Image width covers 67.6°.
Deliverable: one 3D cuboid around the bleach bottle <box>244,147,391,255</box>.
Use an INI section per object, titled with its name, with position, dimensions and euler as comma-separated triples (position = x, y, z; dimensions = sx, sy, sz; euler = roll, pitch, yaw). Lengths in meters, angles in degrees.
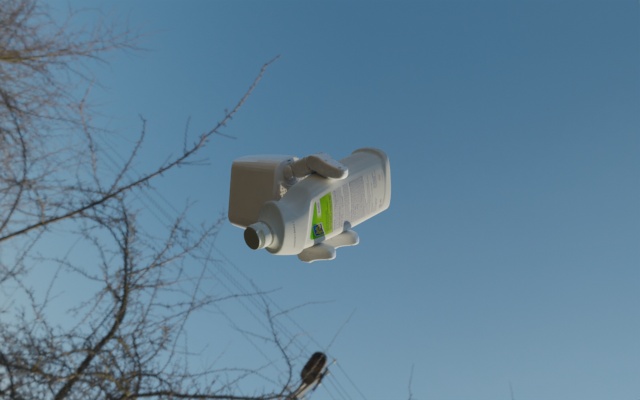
[bleach bottle]
position = 0.000, 0.002, 0.645
dimensions = 0.068, 0.102, 0.251
euler = 9, 22, 41
